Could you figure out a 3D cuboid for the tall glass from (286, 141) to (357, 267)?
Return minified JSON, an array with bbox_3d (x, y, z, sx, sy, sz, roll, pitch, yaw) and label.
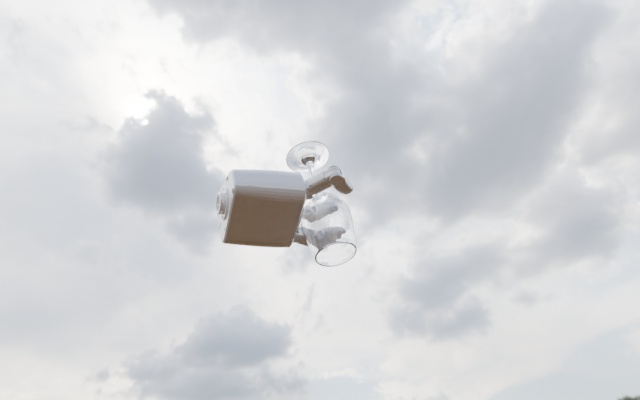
[{"bbox_3d":[0.000,0.002,0.741,0.079,0.201,0.079,-10,-38,-8],"label":"tall glass"}]
